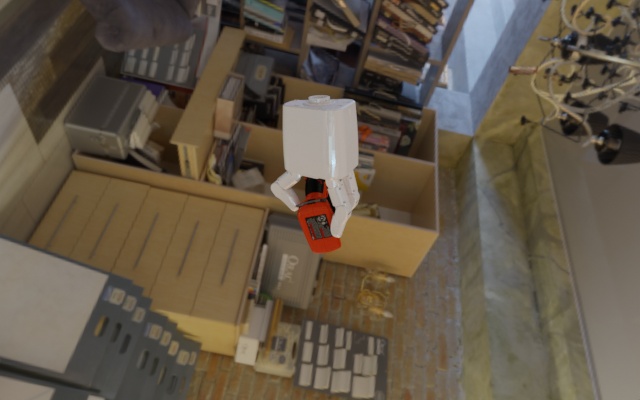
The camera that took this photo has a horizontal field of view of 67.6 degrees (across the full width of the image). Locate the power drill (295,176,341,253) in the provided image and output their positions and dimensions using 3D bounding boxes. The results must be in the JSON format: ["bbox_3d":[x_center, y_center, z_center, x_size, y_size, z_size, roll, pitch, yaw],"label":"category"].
[{"bbox_3d":[0.000,0.003,0.851,0.057,0.185,0.187,-15,38,8],"label":"power drill"}]
